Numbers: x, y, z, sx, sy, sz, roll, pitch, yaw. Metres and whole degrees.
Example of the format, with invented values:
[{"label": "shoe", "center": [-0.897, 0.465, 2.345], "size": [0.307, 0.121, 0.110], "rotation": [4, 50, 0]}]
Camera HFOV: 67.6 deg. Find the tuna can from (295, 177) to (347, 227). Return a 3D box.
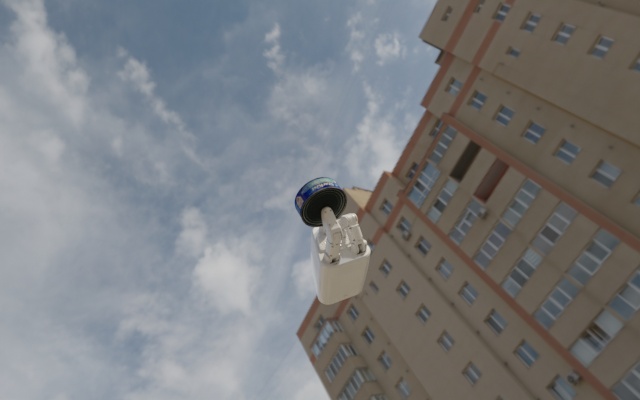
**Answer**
[{"label": "tuna can", "center": [0.000, 0.002, 0.812], "size": [0.086, 0.086, 0.033], "rotation": [0, 38, -32]}]
